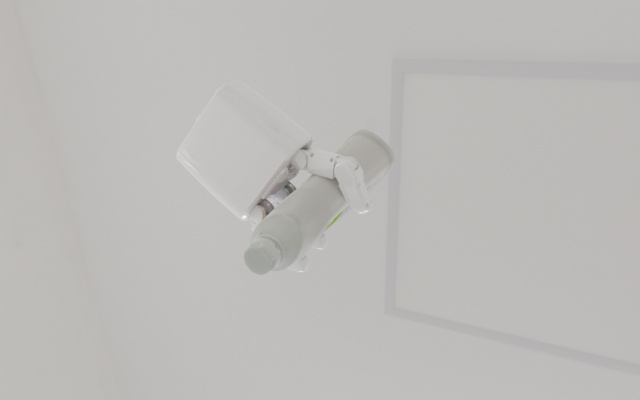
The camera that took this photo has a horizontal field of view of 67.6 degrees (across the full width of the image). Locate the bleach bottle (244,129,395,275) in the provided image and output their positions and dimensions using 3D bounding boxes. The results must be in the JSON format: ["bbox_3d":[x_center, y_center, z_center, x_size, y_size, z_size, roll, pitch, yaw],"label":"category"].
[{"bbox_3d":[0.000,0.002,0.525,0.068,0.103,0.250,41,34,5],"label":"bleach bottle"}]
